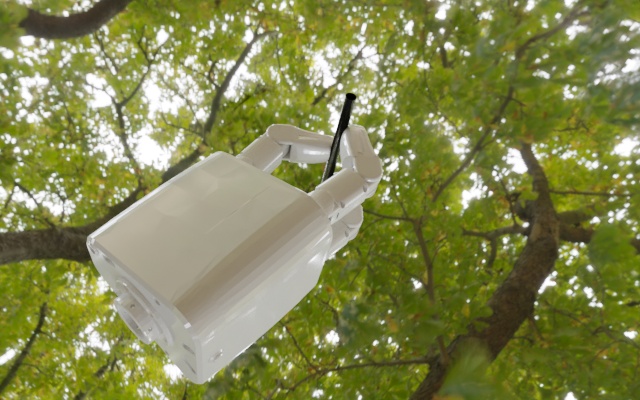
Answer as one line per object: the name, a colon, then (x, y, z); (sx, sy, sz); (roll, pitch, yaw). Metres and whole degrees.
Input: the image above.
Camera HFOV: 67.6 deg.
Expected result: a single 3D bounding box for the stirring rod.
stirring rod: (0.000, 0.001, 0.425); (0.011, 0.011, 0.240); (0, -38, -13)
